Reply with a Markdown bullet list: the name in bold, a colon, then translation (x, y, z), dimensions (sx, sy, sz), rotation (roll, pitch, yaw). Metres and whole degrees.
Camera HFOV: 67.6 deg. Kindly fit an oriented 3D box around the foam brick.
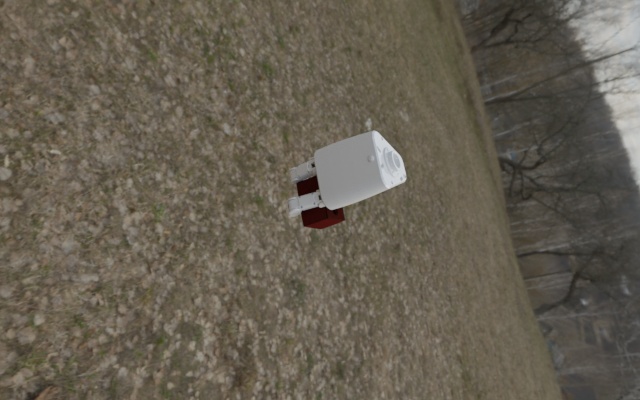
- **foam brick**: translation (0.000, 0.003, 0.788), dimensions (0.051, 0.078, 0.053), rotation (-19, -16, 31)
